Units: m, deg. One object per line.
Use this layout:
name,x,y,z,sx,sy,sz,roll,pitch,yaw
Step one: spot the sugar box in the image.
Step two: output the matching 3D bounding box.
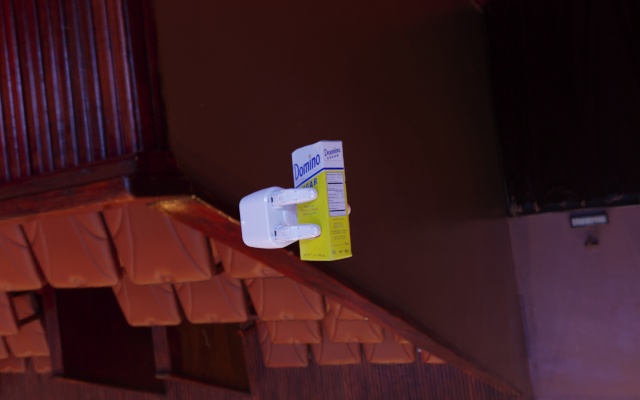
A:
sugar box,0.000,0.003,0.738,0.048,0.176,0.093,-6,-3,-33
